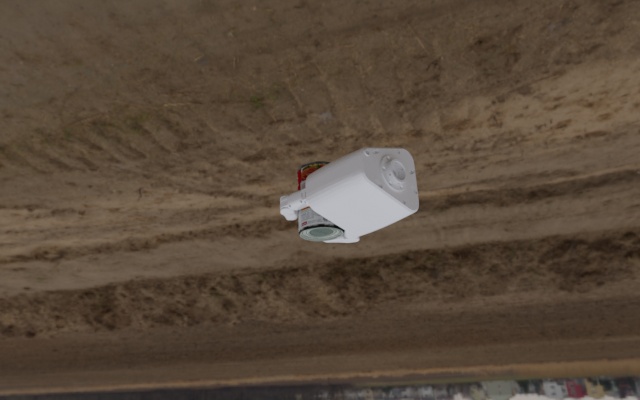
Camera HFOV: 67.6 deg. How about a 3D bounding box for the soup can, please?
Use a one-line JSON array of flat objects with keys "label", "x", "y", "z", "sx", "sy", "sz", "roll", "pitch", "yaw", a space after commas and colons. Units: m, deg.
[{"label": "soup can", "x": 0.000, "y": 0.003, "z": 0.708, "sx": 0.068, "sy": 0.102, "sz": 0.068, "roll": -2, "pitch": -22, "yaw": -1}]
